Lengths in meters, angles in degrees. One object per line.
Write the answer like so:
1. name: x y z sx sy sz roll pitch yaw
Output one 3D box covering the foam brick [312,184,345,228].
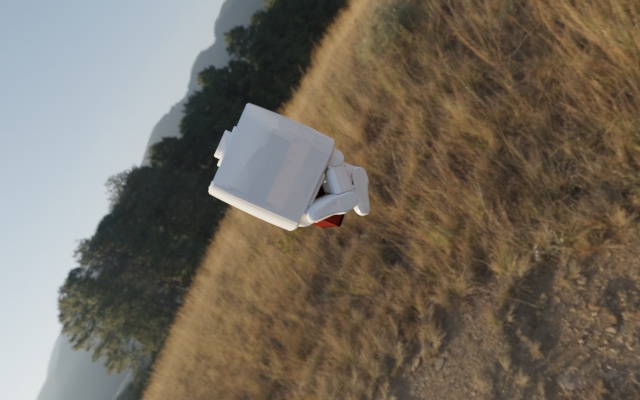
1. foam brick: 0.000 0.002 0.613 0.051 0.053 0.078 22 -10 -13
